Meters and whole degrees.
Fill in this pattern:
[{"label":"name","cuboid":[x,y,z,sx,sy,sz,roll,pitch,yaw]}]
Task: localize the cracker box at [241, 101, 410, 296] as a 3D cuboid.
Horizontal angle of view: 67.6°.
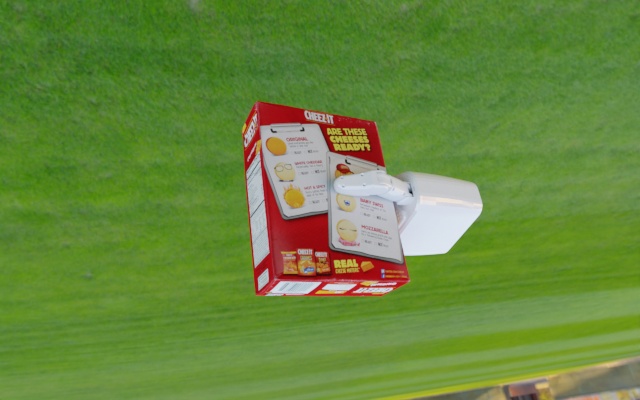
[{"label":"cracker box","cuboid":[0.000,0.002,0.555,0.164,0.213,0.072,5,-29,-27]}]
